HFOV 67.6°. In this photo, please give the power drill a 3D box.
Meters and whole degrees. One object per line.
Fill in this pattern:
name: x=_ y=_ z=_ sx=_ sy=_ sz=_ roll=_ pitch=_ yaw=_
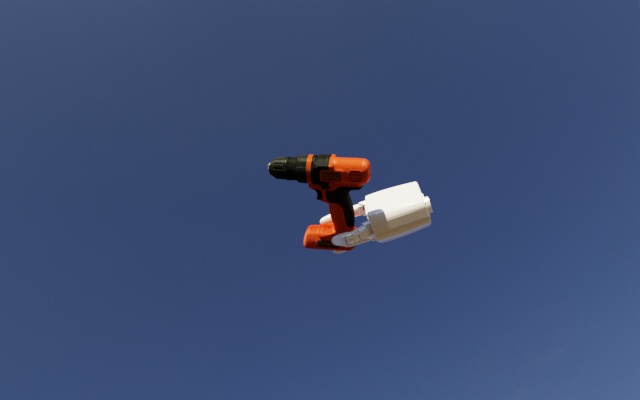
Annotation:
power drill: x=0.000 y=0.003 z=0.884 sx=0.184 sy=0.188 sz=0.057 roll=3 pitch=34 yaw=11
